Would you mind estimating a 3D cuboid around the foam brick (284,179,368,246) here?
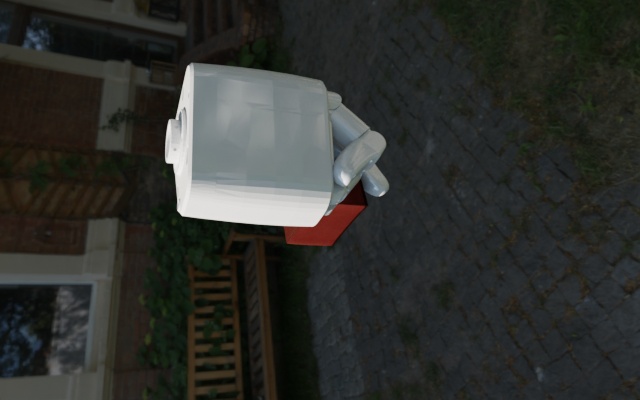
[{"bbox_3d":[0.000,0.002,0.444,0.051,0.053,0.078,3,-34,-24],"label":"foam brick"}]
